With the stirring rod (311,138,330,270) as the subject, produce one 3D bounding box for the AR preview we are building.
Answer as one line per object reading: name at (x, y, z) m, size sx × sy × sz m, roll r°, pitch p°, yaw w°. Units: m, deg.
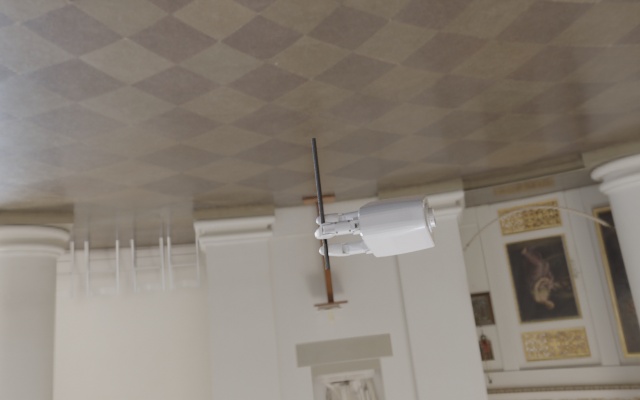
stirring rod at (0.000, 0.003, 0.853) m, size 0.011 × 0.239 × 0.011 m, roll -6°, pitch -13°, yaw -1°
